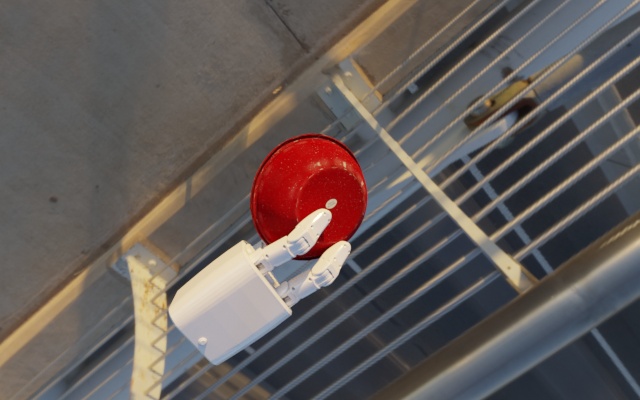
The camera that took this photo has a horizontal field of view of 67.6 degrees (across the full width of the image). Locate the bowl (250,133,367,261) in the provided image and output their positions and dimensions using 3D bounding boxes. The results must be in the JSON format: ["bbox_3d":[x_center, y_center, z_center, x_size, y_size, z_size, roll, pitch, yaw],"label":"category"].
[{"bbox_3d":[0.001,0.001,0.577,0.162,0.162,0.055,0,10,-29],"label":"bowl"}]
